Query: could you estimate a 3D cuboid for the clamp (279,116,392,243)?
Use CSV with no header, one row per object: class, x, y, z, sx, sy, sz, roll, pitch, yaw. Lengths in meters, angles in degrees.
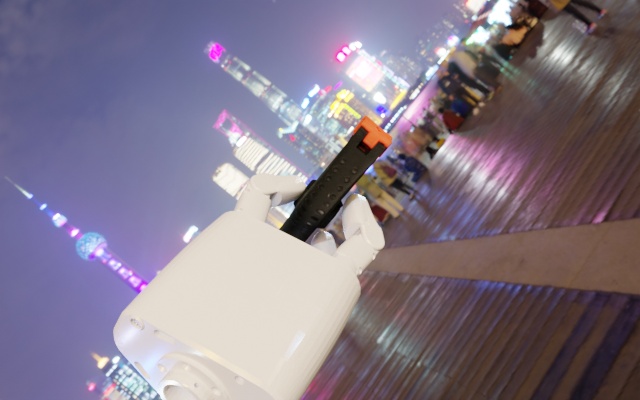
clamp,0.000,0.001,0.432,0.210,0.036,0.164,-51,-1,38
